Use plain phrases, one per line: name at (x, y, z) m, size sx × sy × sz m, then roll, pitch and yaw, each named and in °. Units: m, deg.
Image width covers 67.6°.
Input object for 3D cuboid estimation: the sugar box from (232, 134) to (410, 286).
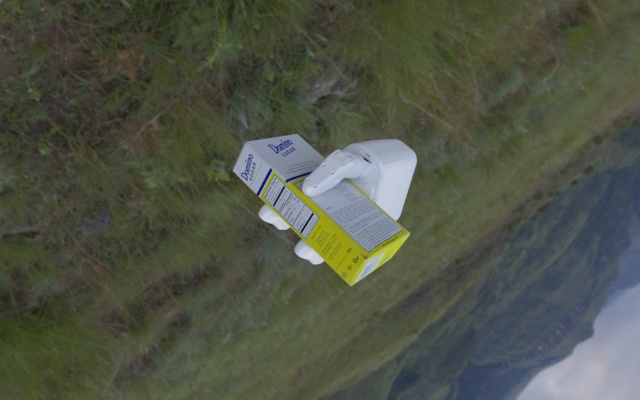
sugar box at (0.000, 0.002, 0.502) m, size 0.176 × 0.048 × 0.093 m, roll 41°, pitch 31°, yaw 20°
